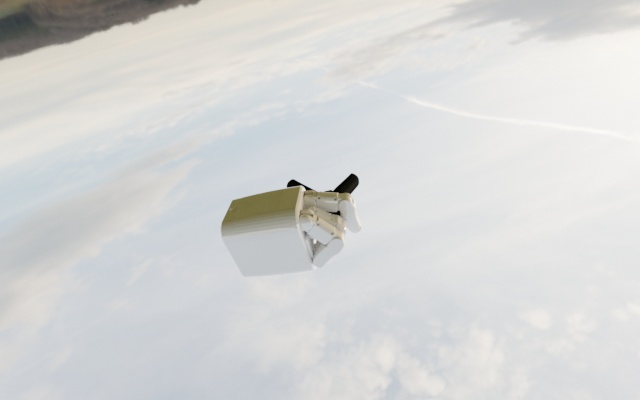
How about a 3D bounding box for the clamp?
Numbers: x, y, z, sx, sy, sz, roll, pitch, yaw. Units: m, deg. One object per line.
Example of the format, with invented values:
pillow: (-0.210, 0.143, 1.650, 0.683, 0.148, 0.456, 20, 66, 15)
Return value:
clamp: (0.000, 0.003, 0.740, 0.120, 0.039, 0.171, -7, 25, 8)
